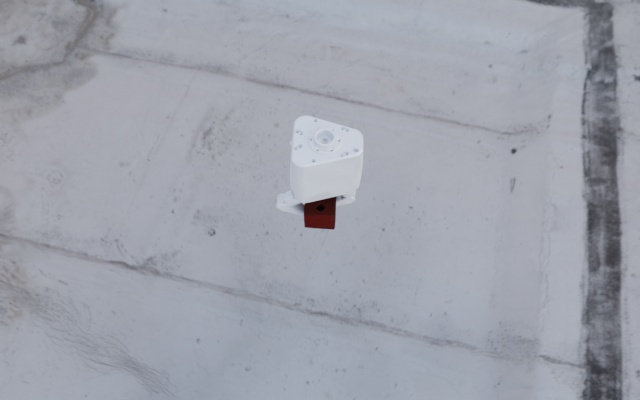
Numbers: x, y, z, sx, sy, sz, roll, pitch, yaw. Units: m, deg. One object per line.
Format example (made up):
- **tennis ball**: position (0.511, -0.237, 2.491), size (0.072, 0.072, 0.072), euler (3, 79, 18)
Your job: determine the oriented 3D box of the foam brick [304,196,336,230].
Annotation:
- **foam brick**: position (0.000, 0.003, 0.804), size (0.053, 0.078, 0.051), euler (2, -28, 0)
